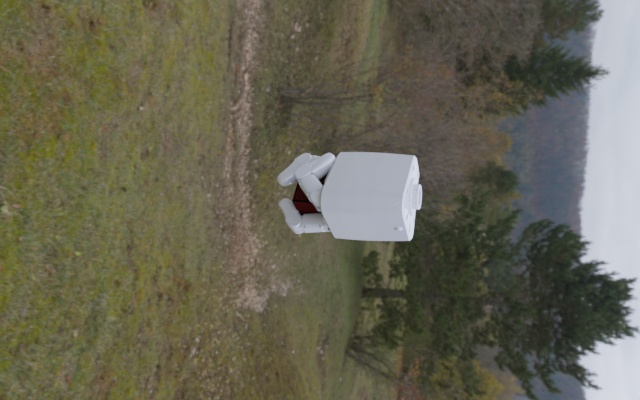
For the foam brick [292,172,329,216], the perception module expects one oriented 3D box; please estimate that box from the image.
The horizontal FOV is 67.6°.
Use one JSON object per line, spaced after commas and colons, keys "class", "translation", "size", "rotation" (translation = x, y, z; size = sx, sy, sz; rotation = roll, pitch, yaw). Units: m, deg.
{"class": "foam brick", "translation": [0.000, 0.002, 0.685], "size": [0.051, 0.053, 0.078], "rotation": [2, -32, 20]}
